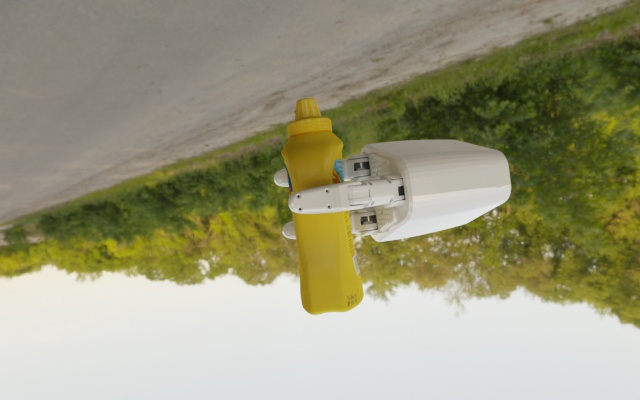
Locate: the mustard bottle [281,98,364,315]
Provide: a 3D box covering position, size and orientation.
[{"bbox_3d":[0.000,0.002,0.443,0.058,0.191,0.096,-8,0,9],"label":"mustard bottle"}]
